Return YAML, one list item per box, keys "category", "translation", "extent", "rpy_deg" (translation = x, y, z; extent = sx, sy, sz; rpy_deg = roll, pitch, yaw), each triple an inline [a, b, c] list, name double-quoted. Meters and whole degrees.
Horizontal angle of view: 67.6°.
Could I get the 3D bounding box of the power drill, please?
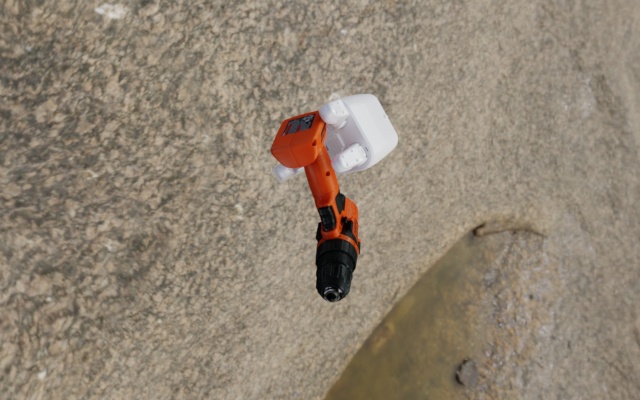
- category: "power drill"
  translation: [0.000, 0.001, 0.568]
  extent: [0.057, 0.188, 0.184]
  rpy_deg: [-12, 29, 12]
